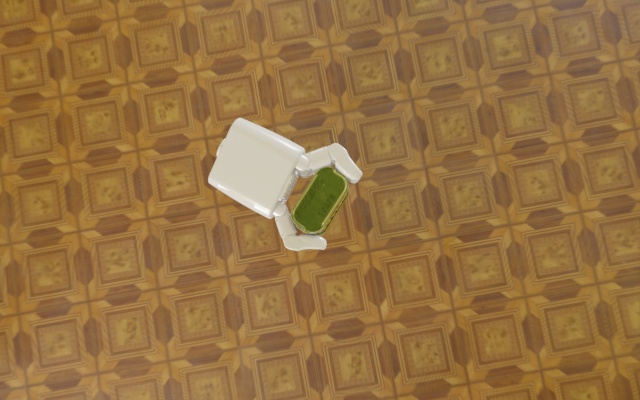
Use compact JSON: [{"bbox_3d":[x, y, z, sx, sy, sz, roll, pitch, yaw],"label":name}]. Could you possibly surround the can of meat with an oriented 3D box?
[{"bbox_3d":[0.000,0.002,0.706,0.057,0.102,0.084,32,-4,4],"label":"can of meat"}]
